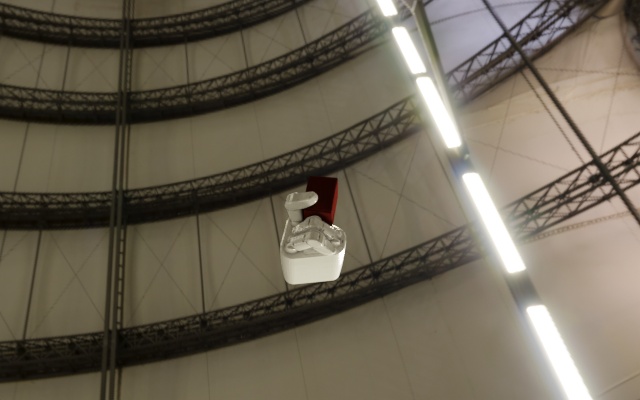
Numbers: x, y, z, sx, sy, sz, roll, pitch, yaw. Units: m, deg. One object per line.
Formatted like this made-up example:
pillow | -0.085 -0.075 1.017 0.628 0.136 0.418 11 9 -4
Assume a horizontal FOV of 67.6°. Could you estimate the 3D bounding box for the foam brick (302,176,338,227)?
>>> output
foam brick | 0.000 0.002 0.844 0.053 0.078 0.051 6 -37 8
